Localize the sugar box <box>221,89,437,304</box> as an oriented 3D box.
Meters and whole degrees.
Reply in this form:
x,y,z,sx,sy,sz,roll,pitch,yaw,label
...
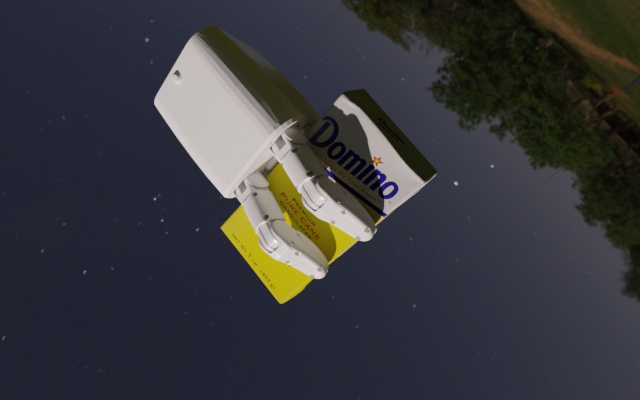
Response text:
x,y,z,sx,sy,sz,roll,pitch,yaw,label
0.000,0.001,0.402,0.176,0.093,0.048,-45,-9,31,sugar box
